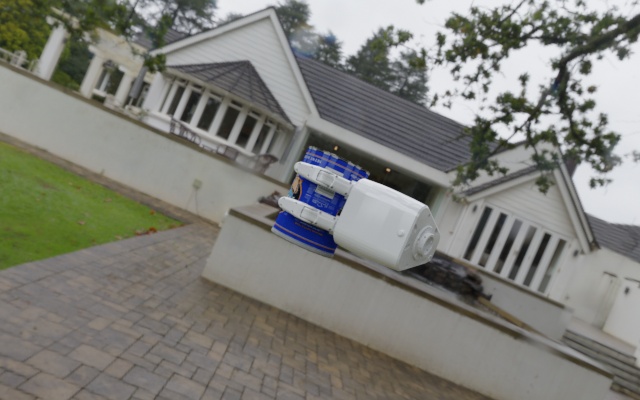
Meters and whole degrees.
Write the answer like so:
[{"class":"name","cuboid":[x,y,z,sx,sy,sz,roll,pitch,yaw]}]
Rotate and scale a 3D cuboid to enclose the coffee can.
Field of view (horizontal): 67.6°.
[{"class":"coffee can","cuboid":[0.000,0.002,0.725,0.103,0.140,0.103,24,0,0]}]
